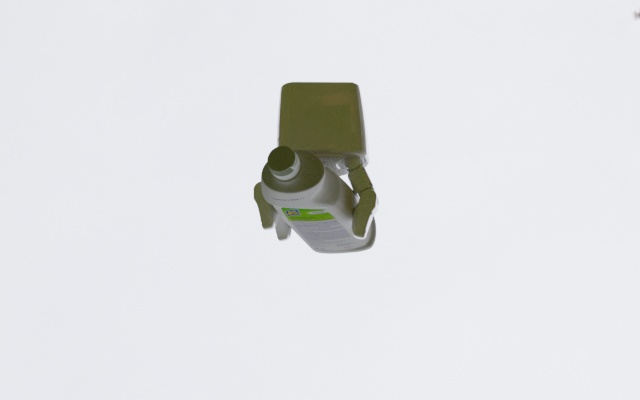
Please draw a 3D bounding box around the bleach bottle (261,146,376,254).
[{"bbox_3d":[0.000,0.002,0.576,0.102,0.068,0.251,-7,-22,12],"label":"bleach bottle"}]
